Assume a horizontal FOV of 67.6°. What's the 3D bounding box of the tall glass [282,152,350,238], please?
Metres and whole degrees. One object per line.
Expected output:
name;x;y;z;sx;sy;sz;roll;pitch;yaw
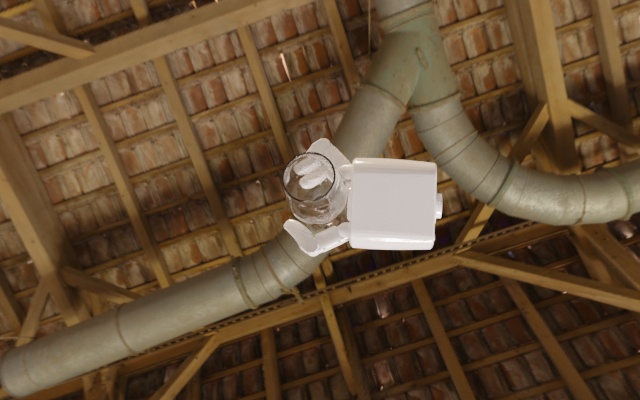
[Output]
tall glass;0.000;0.002;0.636;0.079;0.079;0.201;0;-17;8
